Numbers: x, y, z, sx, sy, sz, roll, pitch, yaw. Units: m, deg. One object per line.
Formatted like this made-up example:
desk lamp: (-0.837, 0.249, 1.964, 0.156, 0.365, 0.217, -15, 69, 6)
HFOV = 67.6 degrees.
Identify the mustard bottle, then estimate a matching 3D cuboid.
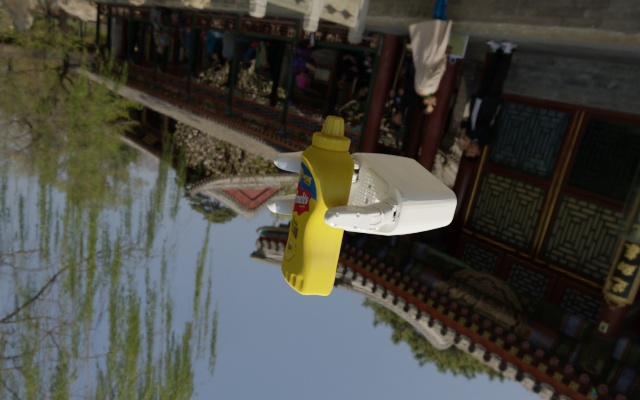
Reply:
mustard bottle: (0.000, 0.002, 0.535, 0.058, 0.192, 0.096, 6, 16, -16)
